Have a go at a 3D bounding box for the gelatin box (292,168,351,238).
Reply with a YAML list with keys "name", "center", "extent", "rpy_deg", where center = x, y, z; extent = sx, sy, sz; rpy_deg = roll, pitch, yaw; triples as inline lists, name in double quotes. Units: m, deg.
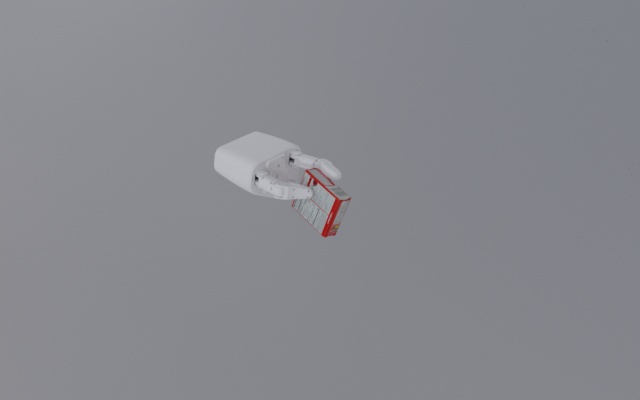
- name: "gelatin box"
  center: [0.000, 0.003, 0.750]
  extent: [0.030, 0.073, 0.089]
  rpy_deg: [-9, 41, -43]
